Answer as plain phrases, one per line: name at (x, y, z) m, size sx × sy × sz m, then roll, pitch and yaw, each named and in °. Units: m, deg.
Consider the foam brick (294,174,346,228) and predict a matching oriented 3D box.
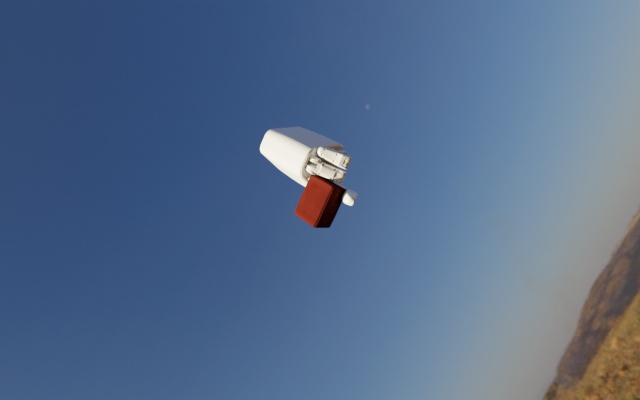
foam brick at (0.000, 0.003, 0.831) m, size 0.051 × 0.078 × 0.053 m, roll 29°, pitch 10°, yaw 28°
